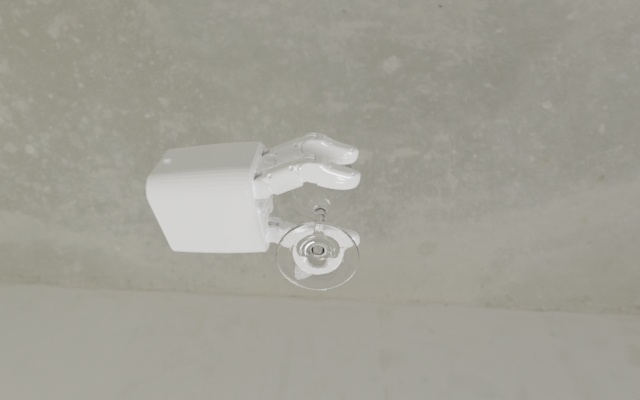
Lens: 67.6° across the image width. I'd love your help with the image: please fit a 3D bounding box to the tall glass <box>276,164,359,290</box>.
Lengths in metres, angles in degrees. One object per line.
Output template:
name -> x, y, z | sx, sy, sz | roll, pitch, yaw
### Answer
tall glass -> 0.000, 0.002, 0.509 | 0.079, 0.079, 0.201 | 0, 30, 2
